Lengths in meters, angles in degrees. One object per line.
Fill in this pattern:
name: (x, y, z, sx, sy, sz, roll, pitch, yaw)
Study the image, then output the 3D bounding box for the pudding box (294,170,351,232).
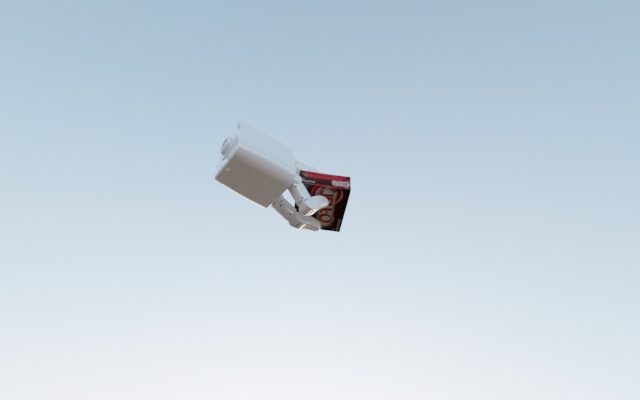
pudding box: (0.000, 0.003, 0.839, 0.090, 0.039, 0.114, 8, -43, -4)
